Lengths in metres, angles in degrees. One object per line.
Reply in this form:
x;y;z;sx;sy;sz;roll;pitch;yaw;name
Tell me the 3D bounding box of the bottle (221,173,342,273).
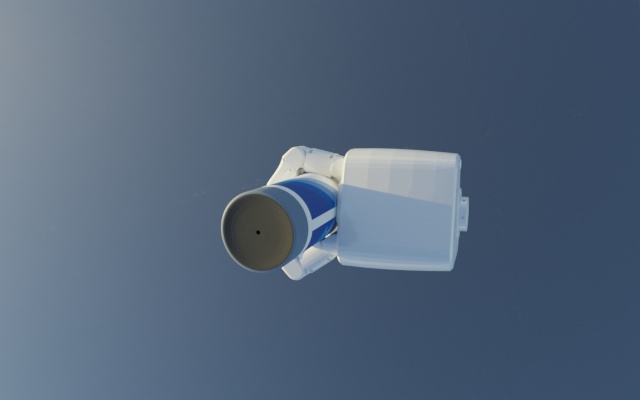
0.000;0.002;0.509;0.069;0.069;0.295;0;9;20;bottle
